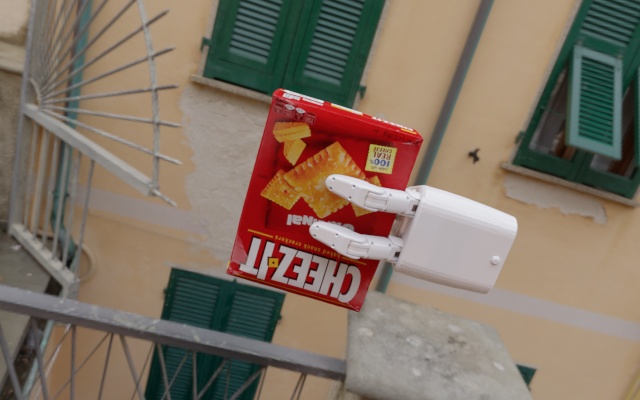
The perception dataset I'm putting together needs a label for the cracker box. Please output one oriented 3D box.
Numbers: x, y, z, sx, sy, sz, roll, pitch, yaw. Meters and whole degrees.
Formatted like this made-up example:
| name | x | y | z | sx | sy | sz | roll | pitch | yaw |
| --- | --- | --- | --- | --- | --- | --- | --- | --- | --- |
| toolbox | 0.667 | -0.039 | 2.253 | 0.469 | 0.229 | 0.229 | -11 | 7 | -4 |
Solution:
| name | x | y | z | sx | sy | sz | roll | pitch | yaw |
| --- | --- | --- | --- | --- | --- | --- | --- | --- | --- |
| cracker box | 0.000 | 0.002 | 0.539 | 0.164 | 0.214 | 0.072 | 17 | 16 | -2 |
